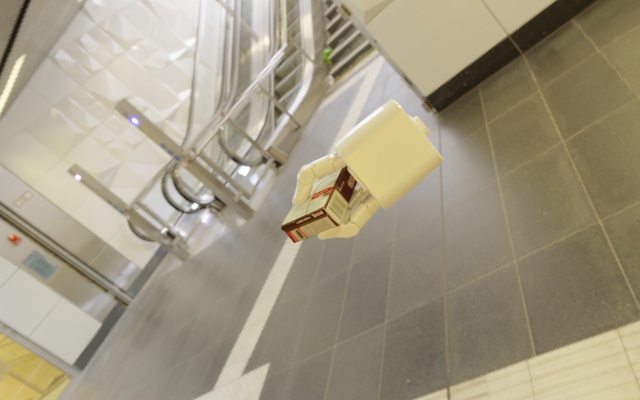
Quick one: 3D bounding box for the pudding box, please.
[{"bbox_3d":[0.000,0.002,0.704,0.090,0.039,0.113,-25,25,37],"label":"pudding box"}]
